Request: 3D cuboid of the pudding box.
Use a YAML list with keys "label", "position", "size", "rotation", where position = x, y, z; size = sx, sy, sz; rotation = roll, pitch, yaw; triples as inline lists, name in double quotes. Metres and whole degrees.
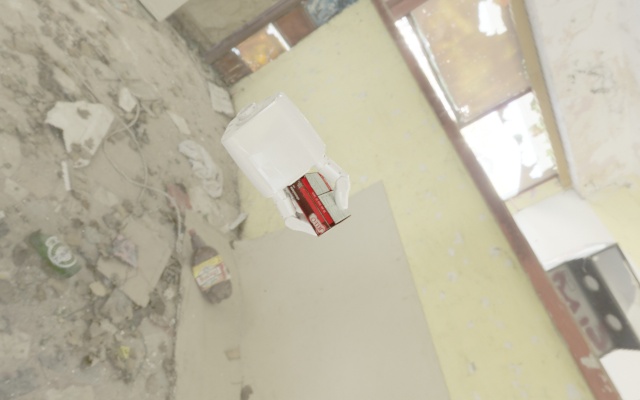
- label: "pudding box"
  position: [0.000, 0.002, 0.737]
  size: [0.039, 0.090, 0.113]
  rotation: [-33, -4, 18]
